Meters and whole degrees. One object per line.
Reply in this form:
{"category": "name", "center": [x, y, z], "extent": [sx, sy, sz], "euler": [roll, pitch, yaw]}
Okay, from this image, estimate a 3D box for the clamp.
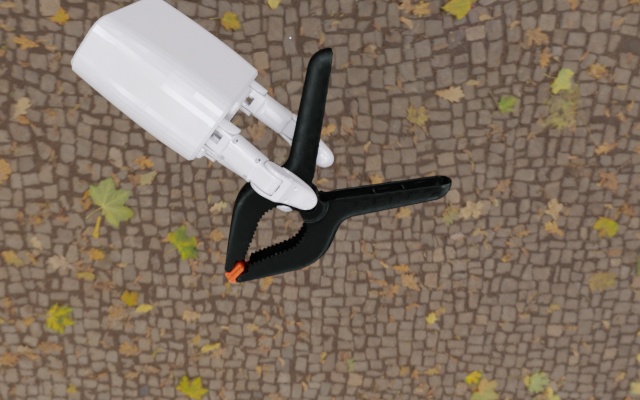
{"category": "clamp", "center": [0.000, 0.002, 0.417], "extent": [0.164, 0.210, 0.036], "euler": [37, 13, -14]}
